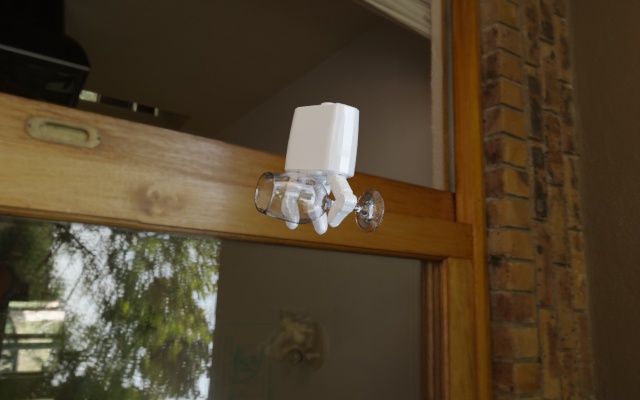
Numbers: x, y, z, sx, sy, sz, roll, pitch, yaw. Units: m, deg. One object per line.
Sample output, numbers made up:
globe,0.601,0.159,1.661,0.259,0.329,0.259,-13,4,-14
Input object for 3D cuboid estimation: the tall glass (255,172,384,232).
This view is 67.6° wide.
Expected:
tall glass,0.001,0.003,0.751,0.201,0.079,0.079,9,-5,-32
